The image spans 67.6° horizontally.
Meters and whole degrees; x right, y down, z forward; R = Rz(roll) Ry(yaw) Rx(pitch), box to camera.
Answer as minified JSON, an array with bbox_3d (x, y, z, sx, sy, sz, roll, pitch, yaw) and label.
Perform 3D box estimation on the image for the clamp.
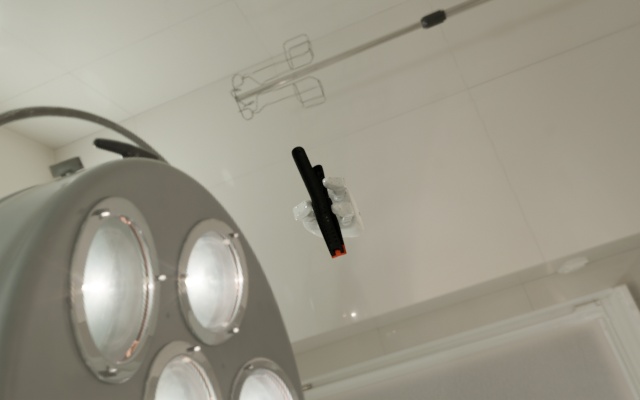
[{"bbox_3d":[0.000,0.004,0.894,0.036,0.210,0.164,-20,-19,11],"label":"clamp"}]
